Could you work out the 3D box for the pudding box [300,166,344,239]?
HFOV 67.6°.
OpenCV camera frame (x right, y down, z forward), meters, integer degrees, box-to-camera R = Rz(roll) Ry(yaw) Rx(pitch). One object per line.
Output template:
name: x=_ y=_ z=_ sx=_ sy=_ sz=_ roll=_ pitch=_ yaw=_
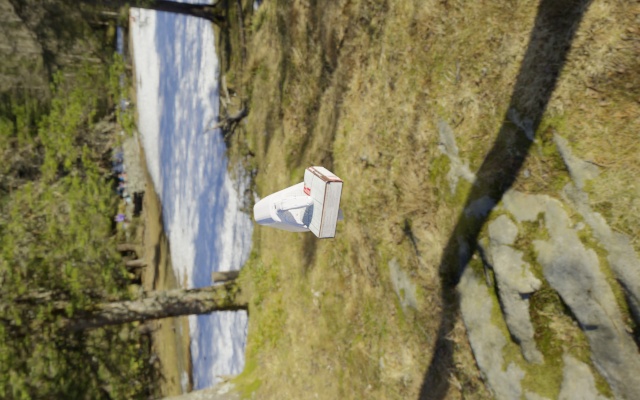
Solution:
pudding box: x=0.000 y=0.003 z=0.882 sx=0.039 sy=0.113 sz=0.090 roll=-4 pitch=22 yaw=-27
